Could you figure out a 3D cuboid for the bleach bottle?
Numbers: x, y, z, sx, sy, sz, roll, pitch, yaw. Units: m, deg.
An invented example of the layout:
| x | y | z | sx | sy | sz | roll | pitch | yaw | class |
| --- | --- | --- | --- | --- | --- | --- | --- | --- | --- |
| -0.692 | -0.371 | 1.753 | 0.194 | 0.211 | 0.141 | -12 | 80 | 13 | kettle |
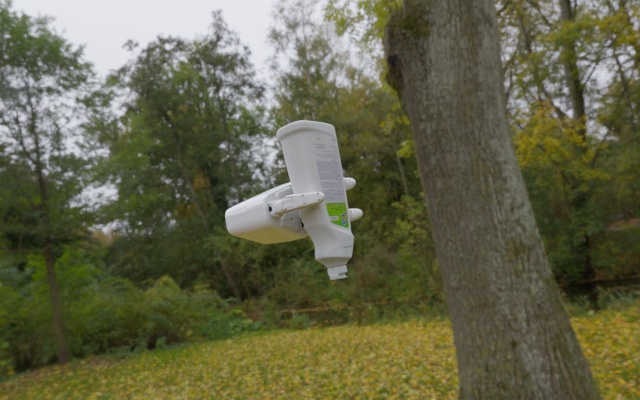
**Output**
| x | y | z | sx | sy | sz | roll | pitch | yaw | class |
| --- | --- | --- | --- | --- | --- | --- | --- | --- | --- |
| 0.000 | 0.002 | 0.770 | 0.068 | 0.251 | 0.102 | -17 | -9 | 41 | bleach bottle |
